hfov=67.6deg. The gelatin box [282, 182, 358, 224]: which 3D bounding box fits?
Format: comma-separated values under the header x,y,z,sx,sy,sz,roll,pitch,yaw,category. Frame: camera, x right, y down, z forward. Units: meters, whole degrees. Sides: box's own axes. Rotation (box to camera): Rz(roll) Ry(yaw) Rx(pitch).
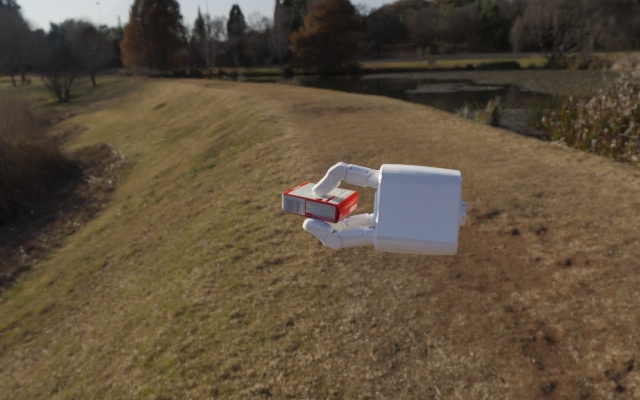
x,y,z,sx,sy,sz,roll,pitch,yaw,category
0.000,0.002,0.686,0.089,0.030,0.073,12,20,23,gelatin box
